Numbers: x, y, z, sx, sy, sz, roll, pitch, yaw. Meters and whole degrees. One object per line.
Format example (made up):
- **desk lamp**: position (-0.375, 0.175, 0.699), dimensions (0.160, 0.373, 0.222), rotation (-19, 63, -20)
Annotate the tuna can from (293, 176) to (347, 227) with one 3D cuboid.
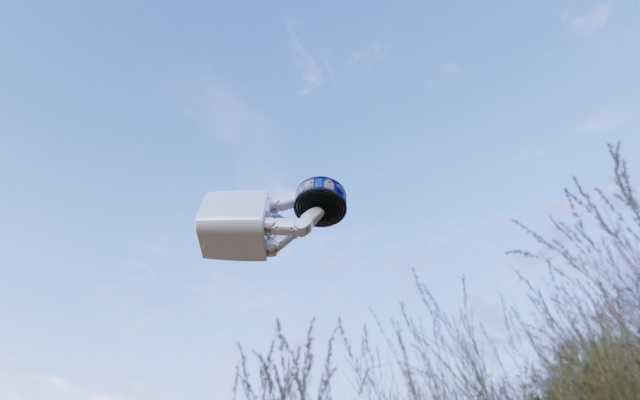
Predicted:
- **tuna can**: position (0.000, 0.002, 0.774), dimensions (0.086, 0.086, 0.033), rotation (0, 43, 3)
